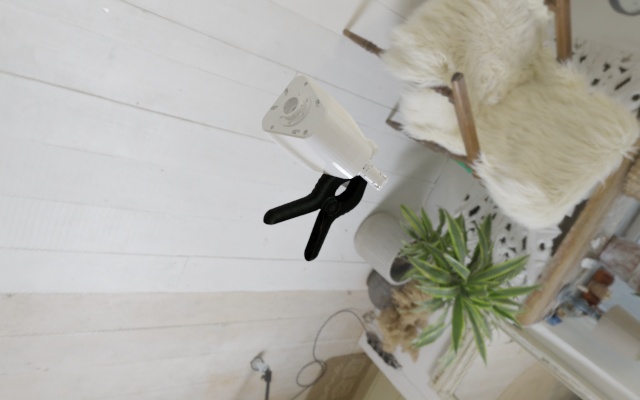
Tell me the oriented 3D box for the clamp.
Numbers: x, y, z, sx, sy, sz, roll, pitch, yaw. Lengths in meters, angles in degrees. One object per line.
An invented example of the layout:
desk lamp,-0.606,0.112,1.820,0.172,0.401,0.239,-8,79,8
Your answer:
clamp,0.001,0.002,0.689,0.120,0.171,0.039,35,4,-45
